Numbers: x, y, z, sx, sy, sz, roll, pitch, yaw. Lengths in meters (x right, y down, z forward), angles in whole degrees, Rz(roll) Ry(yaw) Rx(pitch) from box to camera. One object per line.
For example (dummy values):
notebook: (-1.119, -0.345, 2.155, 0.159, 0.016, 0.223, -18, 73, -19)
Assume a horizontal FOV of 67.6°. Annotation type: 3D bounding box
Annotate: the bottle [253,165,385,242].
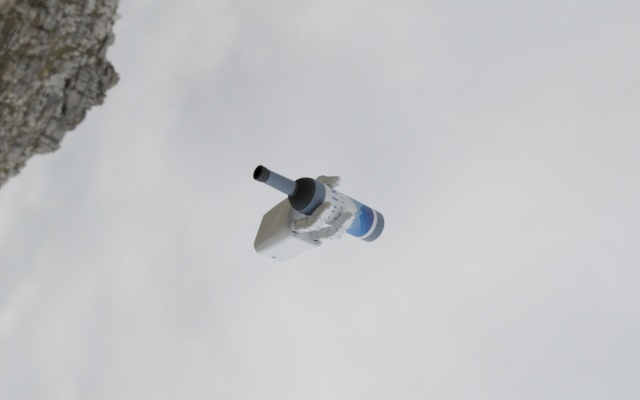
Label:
bottle: (0.000, 0.003, 0.891, 0.296, 0.069, 0.069, 26, -16, -37)
